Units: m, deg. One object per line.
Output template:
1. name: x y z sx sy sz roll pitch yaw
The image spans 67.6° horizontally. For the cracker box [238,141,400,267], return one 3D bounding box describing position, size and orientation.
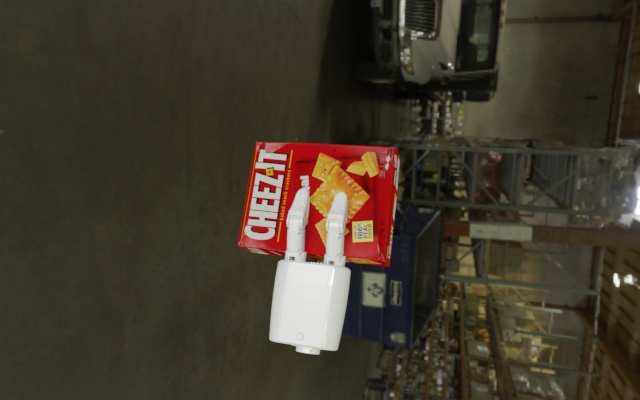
1. cracker box: 0.000 0.002 0.694 0.213 0.164 0.072 4 -14 15
